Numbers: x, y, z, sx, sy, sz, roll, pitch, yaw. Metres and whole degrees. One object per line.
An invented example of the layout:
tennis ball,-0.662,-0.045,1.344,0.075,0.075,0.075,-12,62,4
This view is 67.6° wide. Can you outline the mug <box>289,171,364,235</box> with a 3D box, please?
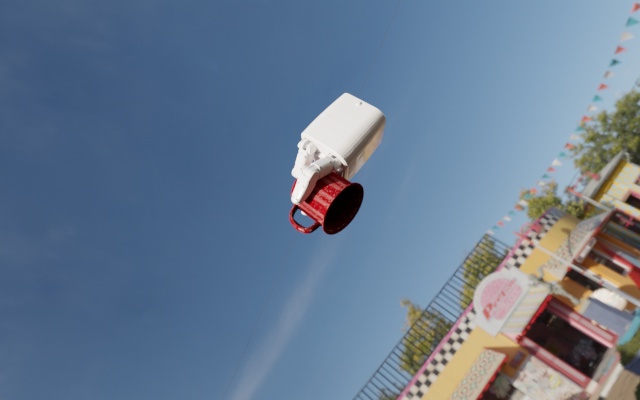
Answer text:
mug,-0.001,0.003,0.752,0.081,0.117,0.093,35,-17,30
